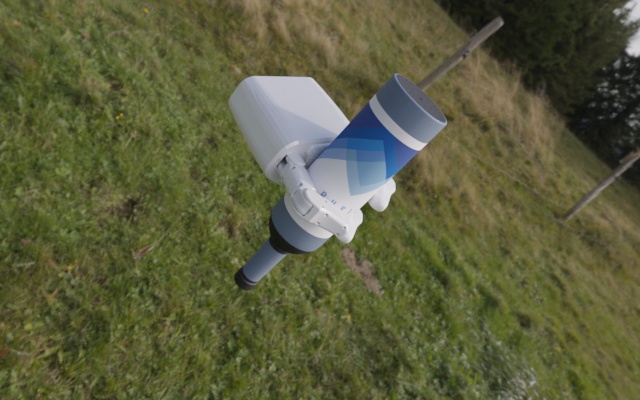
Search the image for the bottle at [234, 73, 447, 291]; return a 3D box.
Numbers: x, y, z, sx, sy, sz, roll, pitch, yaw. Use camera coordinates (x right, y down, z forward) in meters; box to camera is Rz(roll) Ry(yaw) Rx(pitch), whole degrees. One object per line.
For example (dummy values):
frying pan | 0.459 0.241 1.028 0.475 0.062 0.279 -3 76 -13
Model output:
bottle | 0.000 0.002 0.499 0.296 0.069 0.069 -46 -25 27
